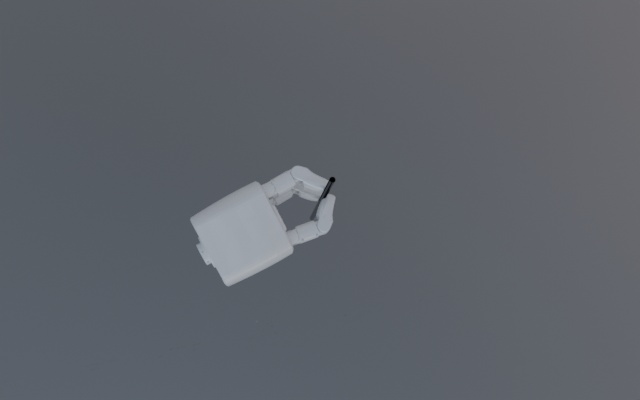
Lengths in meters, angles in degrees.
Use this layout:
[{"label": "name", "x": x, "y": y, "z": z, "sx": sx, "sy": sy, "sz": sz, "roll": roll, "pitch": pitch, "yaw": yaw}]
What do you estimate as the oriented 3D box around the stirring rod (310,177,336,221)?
[{"label": "stirring rod", "x": 0.000, "y": 0.003, "z": 0.734, "sx": 0.011, "sy": 0.011, "sz": 0.239, "roll": 0, "pitch": -14, "yaw": -8}]
